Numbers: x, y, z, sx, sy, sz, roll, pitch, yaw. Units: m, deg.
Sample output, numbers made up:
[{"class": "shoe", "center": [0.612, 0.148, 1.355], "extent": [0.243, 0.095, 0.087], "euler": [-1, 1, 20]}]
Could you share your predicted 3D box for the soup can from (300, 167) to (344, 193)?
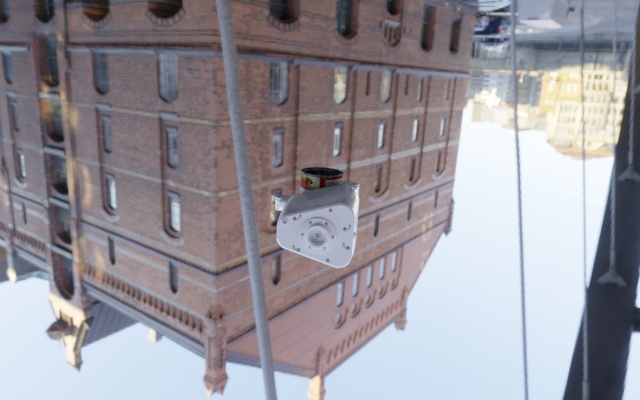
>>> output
[{"class": "soup can", "center": [0.000, 0.003, 0.769], "extent": [0.068, 0.102, 0.068], "euler": [3, 15, -1]}]
